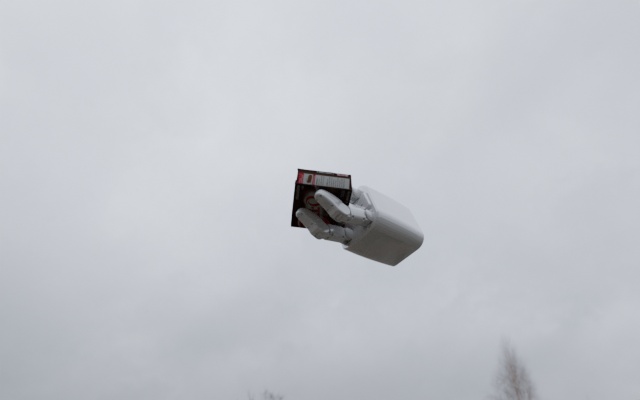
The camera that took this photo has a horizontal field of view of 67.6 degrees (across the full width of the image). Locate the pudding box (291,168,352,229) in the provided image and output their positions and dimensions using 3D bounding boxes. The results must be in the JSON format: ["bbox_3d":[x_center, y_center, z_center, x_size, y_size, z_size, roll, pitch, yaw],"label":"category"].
[{"bbox_3d":[0.000,0.002,0.775,0.090,0.039,0.114,6,-43,-2],"label":"pudding box"}]
